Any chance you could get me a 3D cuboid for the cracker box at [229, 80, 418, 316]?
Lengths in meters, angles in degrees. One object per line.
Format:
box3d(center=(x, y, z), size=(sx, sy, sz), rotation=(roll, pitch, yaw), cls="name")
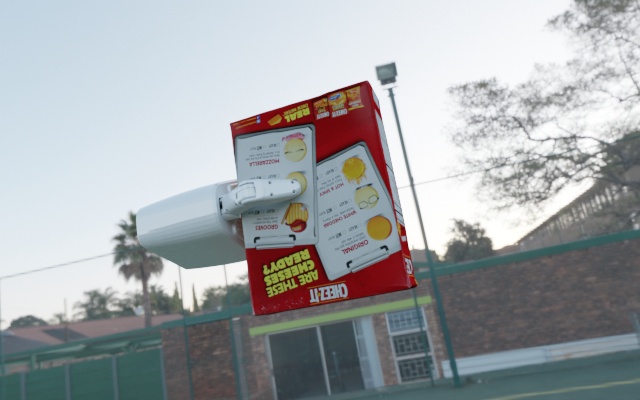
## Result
box3d(center=(0.000, 0.001, 0.510), size=(0.164, 0.213, 0.072), rotation=(-14, -13, 17), cls="cracker box")
